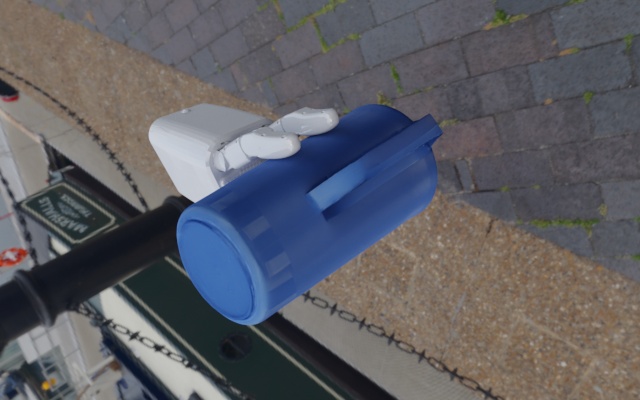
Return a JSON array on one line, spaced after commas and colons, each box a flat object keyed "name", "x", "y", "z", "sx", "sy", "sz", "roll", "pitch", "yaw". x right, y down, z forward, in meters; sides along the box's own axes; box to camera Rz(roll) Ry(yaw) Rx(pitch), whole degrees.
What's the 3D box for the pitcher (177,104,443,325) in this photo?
[{"name": "pitcher", "x": 0.000, "y": 0.001, "z": 0.440, "sx": 0.145, "sy": 0.149, "sz": 0.242, "roll": 23, "pitch": 39, "yaw": 33}]
